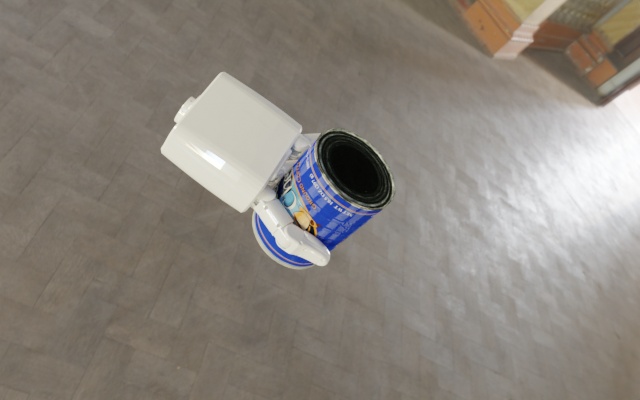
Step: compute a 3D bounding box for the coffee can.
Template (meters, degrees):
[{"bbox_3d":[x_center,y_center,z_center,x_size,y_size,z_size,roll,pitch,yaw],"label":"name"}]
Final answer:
[{"bbox_3d":[0.000,0.002,0.538,0.103,0.102,0.140,0,-31,-39],"label":"coffee can"}]
